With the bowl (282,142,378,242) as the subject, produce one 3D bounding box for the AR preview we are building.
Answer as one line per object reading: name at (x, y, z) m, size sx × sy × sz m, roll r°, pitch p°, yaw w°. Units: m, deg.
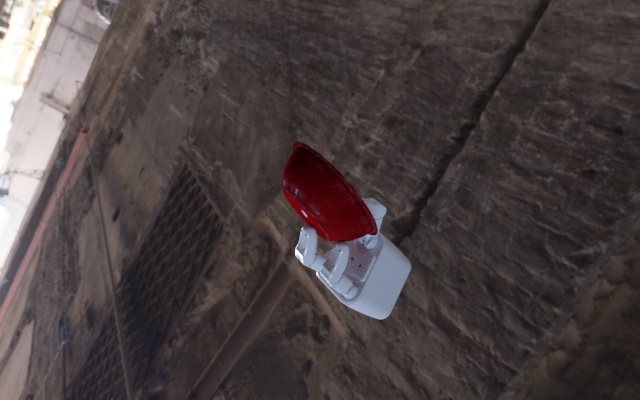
bowl at (-0.001, 0.001, 0.626) m, size 0.055 × 0.162 × 0.162 m, roll -41°, pitch 9°, yaw -10°
